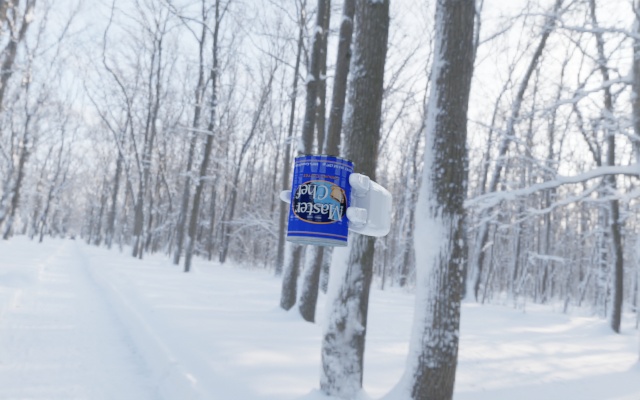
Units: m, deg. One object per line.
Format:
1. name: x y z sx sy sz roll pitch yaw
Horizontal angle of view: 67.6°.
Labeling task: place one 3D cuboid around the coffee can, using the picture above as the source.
1. coffee can: 0.000 0.003 0.795 0.103 0.140 0.103 5 -8 1
